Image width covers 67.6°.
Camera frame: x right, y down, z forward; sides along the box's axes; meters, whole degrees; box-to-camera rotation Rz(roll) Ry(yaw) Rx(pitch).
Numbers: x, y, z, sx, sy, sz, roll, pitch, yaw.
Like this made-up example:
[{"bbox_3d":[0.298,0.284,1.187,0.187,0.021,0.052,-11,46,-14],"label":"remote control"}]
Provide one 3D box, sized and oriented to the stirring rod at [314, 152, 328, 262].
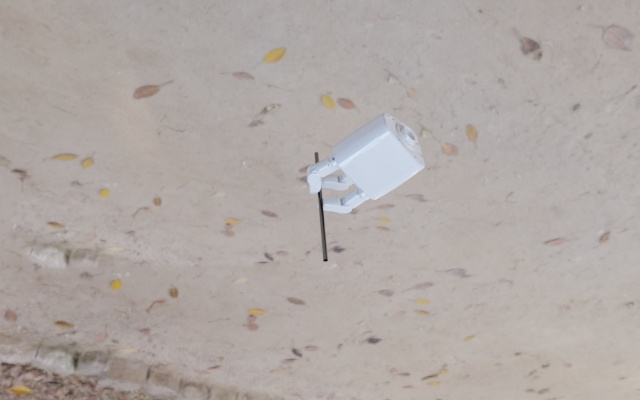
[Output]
[{"bbox_3d":[0.000,0.003,0.834,0.011,0.239,0.011,-3,-39,-2],"label":"stirring rod"}]
